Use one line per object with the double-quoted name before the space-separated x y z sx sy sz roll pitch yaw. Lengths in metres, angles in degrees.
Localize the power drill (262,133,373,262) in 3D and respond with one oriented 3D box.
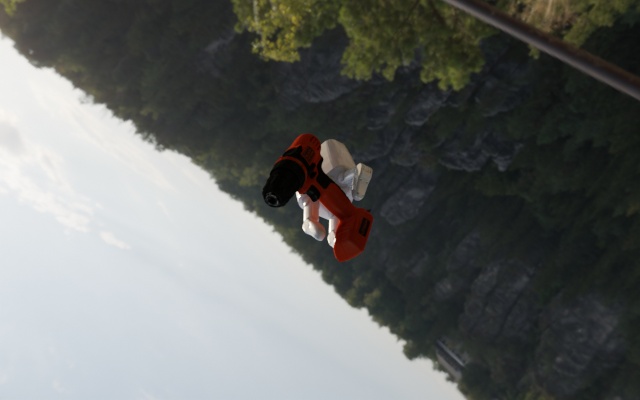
"power drill" 0.000 0.003 0.734 0.057 0.188 0.184 -27 21 32
